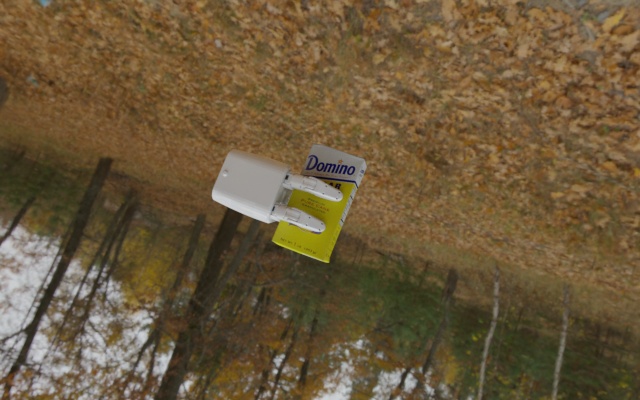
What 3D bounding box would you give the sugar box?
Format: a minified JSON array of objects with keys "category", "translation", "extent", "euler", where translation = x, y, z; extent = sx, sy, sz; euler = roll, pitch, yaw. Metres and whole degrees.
[{"category":"sugar box","translation":[0.000,0.002,0.769],"extent":[0.093,0.176,0.048],"euler":[19,-7,15]}]
